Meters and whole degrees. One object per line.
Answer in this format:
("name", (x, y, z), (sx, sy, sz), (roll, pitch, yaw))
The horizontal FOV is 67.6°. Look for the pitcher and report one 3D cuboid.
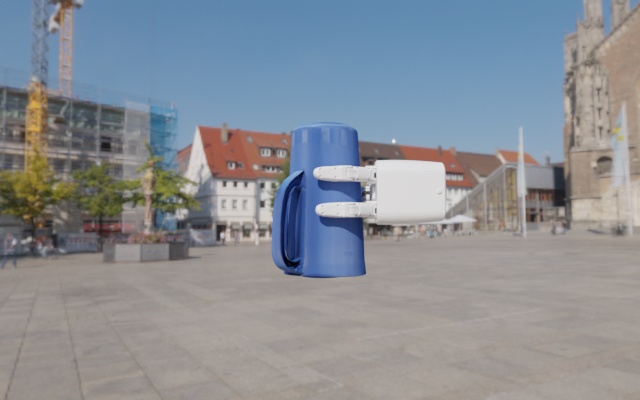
("pitcher", (0.000, 0.002, 0.764), (0.145, 0.243, 0.149), (0, -3, 0))
